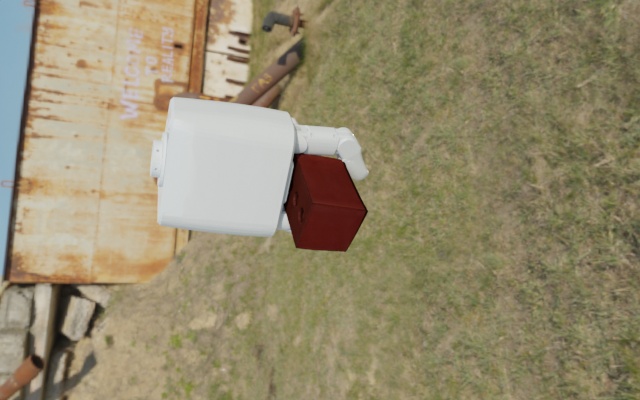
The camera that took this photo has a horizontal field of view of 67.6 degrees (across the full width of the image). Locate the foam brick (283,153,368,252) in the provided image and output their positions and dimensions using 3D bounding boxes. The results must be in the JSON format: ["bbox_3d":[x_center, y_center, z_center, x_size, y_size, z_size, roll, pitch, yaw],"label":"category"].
[{"bbox_3d":[0.000,0.002,0.435,0.051,0.053,0.078,7,37,-23],"label":"foam brick"}]
